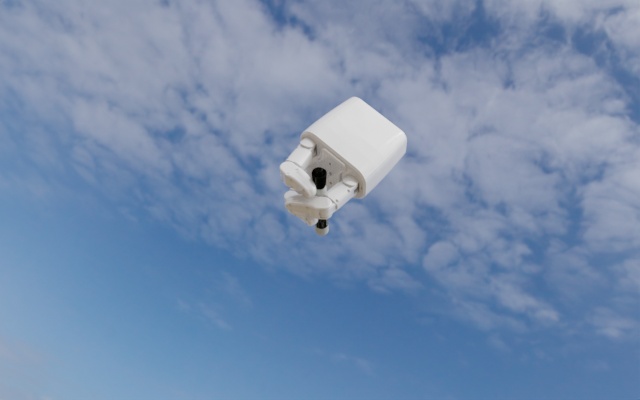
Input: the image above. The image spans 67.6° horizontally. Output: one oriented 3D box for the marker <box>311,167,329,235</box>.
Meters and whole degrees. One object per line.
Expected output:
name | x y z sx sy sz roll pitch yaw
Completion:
marker | 0.000 0.002 0.619 0.020 0.020 0.121 0 -41 3
